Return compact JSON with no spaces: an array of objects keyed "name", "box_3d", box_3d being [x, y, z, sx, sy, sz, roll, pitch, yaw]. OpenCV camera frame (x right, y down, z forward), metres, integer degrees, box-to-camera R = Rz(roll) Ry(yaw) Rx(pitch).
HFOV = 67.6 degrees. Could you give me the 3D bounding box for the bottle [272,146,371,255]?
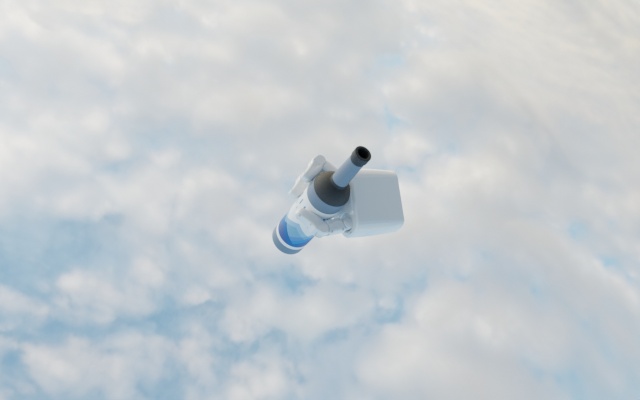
[{"name":"bottle","box_3d":[0.000,0.003,0.804,0.069,0.069,0.296,0,-29,-29]}]
